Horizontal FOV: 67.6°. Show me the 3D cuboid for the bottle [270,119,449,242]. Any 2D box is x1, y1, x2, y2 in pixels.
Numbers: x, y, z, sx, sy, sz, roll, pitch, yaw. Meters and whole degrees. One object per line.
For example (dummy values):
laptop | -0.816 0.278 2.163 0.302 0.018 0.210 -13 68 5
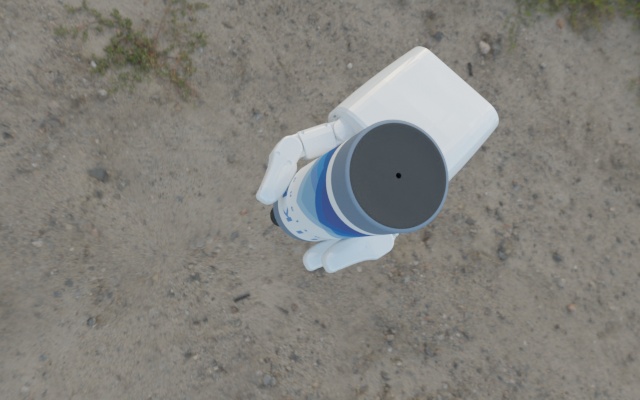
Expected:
bottle | 0.000 0.001 0.413 0.069 0.069 0.296 0 -6 -18
